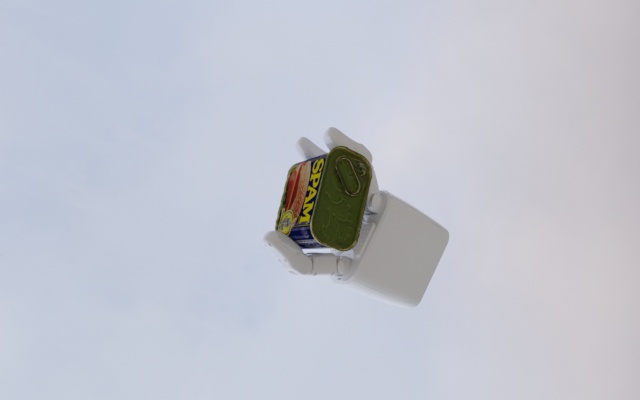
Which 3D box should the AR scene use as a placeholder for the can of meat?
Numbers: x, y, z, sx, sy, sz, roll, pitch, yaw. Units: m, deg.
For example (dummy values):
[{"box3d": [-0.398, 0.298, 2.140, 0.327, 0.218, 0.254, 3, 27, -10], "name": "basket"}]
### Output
[{"box3d": [0.000, 0.002, 0.501, 0.057, 0.102, 0.084, 22, -17, -29], "name": "can of meat"}]
